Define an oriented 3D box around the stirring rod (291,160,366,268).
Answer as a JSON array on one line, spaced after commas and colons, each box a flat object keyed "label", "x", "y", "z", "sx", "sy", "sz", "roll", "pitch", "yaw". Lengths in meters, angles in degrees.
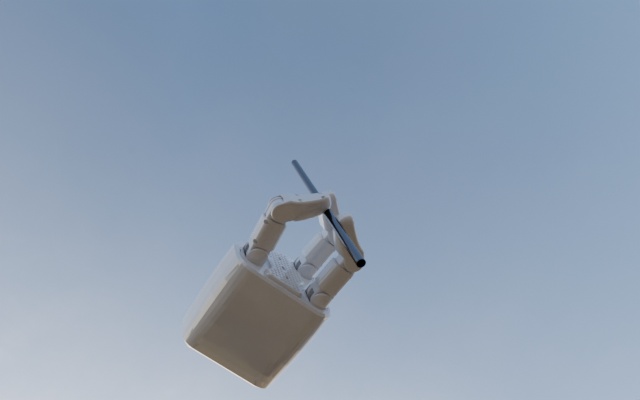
[{"label": "stirring rod", "x": 0.000, "y": 0.002, "z": 0.481, "sx": 0.011, "sy": 0.011, "sz": 0.239, "roll": 0, "pitch": 24, "yaw": -17}]
